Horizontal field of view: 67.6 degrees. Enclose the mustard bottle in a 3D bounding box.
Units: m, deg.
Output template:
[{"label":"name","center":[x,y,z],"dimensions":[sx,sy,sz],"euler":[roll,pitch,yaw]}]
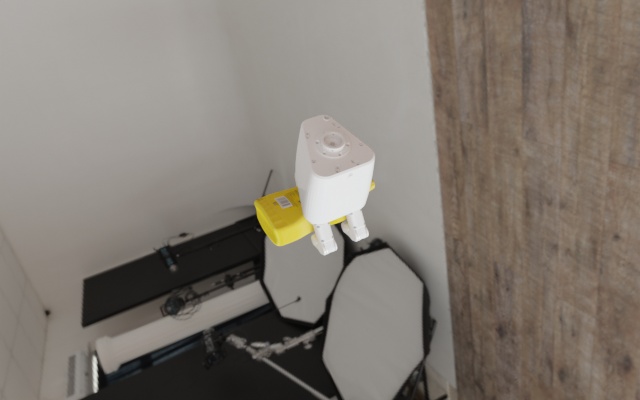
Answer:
[{"label":"mustard bottle","center":[0.000,0.003,0.751],"dimensions":[0.191,0.058,0.096],"euler":[-21,35,-19]}]
